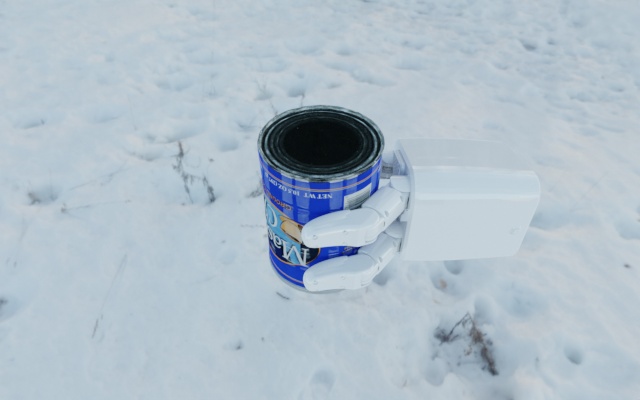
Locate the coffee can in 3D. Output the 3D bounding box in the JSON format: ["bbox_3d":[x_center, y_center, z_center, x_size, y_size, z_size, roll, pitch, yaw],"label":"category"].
[{"bbox_3d":[0.000,0.001,0.430,0.103,0.140,0.102,0,43,0],"label":"coffee can"}]
